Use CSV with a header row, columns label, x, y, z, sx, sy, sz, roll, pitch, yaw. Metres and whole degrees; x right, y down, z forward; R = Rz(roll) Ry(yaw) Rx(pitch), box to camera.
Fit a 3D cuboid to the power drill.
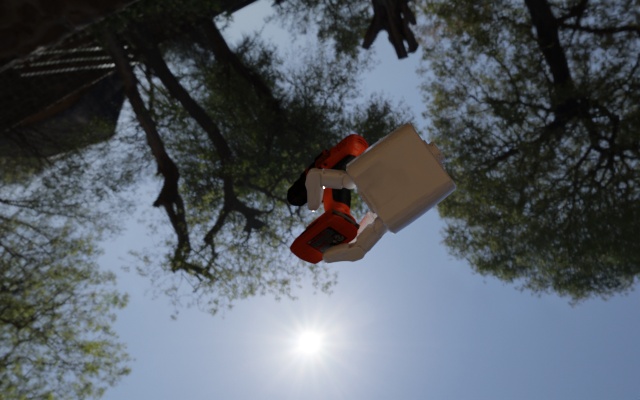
label,x,y,z,sx,sy,sz,roll,pitch,yaw
power drill,0.000,0.003,0.744,0.057,0.187,0.184,31,-49,-24
